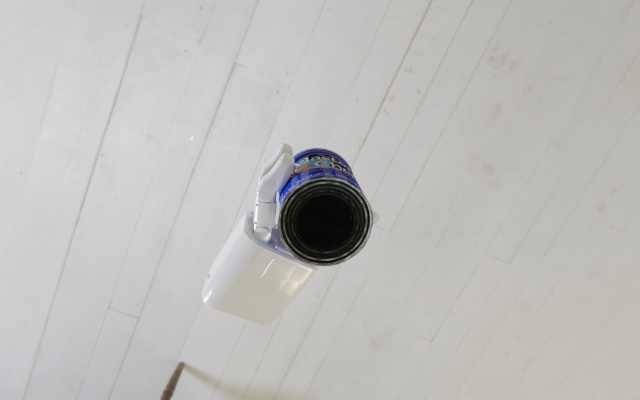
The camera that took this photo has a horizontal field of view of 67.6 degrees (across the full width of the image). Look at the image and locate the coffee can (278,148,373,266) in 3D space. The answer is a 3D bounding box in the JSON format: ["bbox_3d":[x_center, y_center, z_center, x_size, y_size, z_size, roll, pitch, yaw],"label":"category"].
[{"bbox_3d":[0.000,0.002,0.572,0.103,0.103,0.140,0,19,-5],"label":"coffee can"}]
